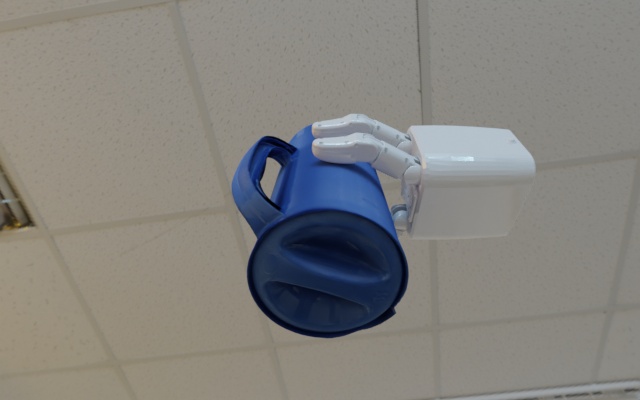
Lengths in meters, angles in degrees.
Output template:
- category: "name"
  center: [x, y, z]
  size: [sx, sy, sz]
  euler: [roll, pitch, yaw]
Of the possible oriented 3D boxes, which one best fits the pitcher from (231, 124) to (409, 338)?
- category: "pitcher"
  center: [0.000, 0.002, 0.486]
  size: [0.145, 0.149, 0.242]
  euler: [0, 30, 0]
